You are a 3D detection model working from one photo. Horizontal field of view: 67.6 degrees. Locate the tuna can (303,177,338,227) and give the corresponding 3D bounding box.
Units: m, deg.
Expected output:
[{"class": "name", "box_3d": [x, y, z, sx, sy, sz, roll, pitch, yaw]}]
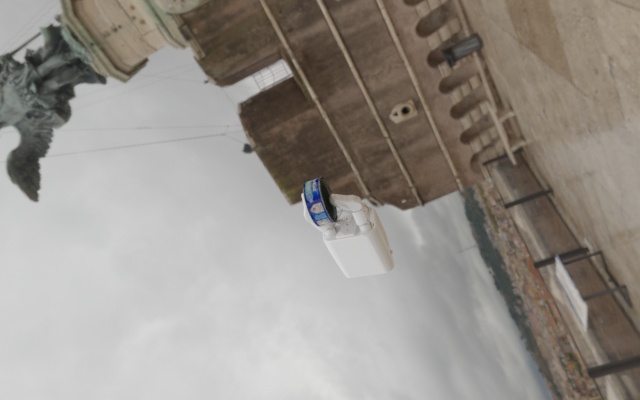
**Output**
[{"class": "tuna can", "box_3d": [0.000, 0.003, 0.855, 0.034, 0.086, 0.086, -18, -4, 14]}]
